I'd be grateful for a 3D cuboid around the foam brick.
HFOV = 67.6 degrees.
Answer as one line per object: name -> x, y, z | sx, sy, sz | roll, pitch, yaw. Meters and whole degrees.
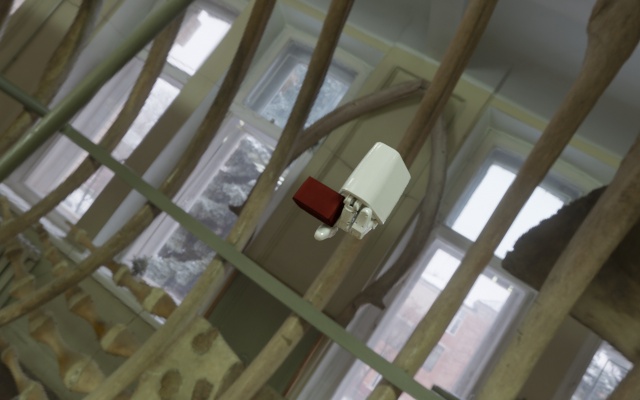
foam brick -> 0.000, 0.003, 0.843 | 0.078, 0.051, 0.053 | 32, -10, 17
